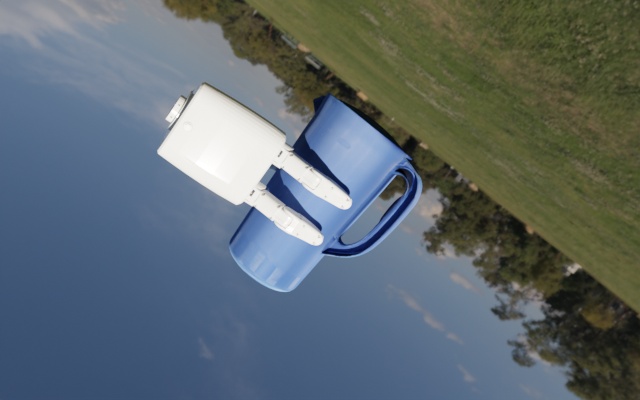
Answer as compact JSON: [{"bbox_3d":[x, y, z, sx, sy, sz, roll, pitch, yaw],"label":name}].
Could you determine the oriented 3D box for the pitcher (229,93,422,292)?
[{"bbox_3d":[0.000,0.002,0.607,0.145,0.243,0.149,33,11,-24],"label":"pitcher"}]
